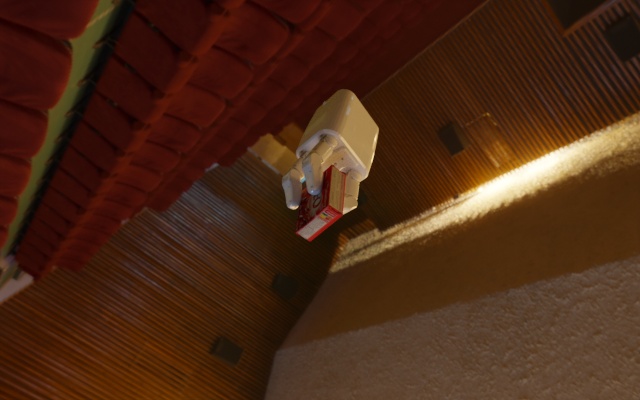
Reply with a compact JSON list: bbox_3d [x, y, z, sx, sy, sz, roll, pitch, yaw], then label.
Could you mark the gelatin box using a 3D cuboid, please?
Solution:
[{"bbox_3d":[0.000,0.003,0.673,0.030,0.089,0.073,32,-51,-23],"label":"gelatin box"}]
